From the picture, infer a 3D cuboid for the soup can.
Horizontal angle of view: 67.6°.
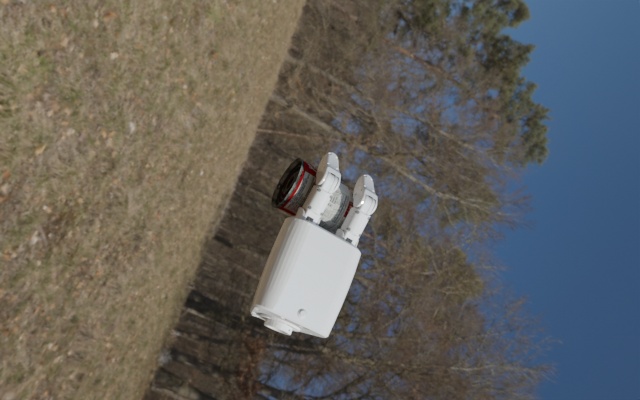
[{"bbox_3d":[0.000,0.002,0.591,0.102,0.068,0.068,30,-11,-19],"label":"soup can"}]
